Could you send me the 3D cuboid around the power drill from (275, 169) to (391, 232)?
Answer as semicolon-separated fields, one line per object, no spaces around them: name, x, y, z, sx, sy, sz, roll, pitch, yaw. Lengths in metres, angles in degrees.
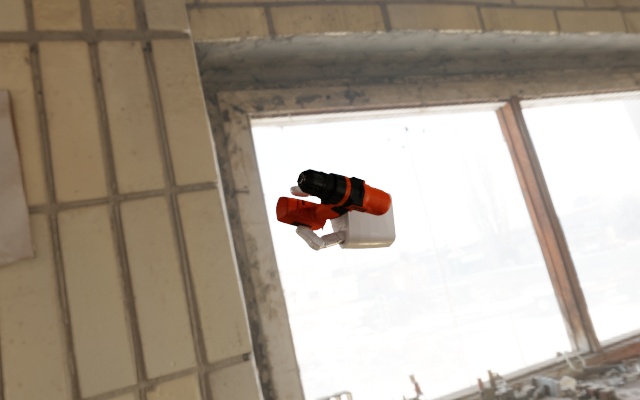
power drill;0.000;0.003;0.835;0.184;0.057;0.188;18;-22;-33
